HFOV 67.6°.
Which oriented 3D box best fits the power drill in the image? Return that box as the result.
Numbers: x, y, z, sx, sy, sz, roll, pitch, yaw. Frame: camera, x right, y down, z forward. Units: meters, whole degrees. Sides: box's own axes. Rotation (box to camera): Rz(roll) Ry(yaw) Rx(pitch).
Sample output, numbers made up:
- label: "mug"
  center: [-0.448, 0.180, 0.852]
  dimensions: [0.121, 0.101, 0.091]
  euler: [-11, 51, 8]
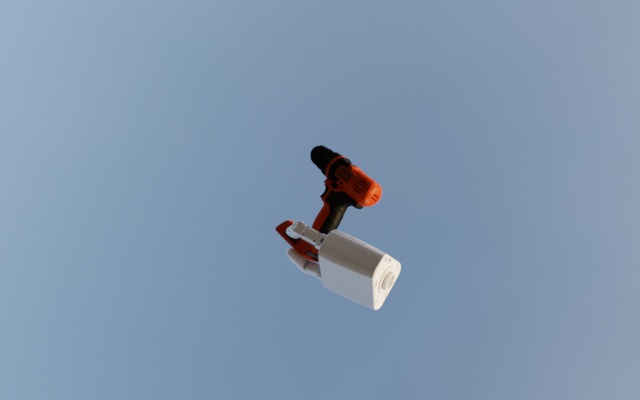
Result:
- label: "power drill"
  center: [0.000, 0.003, 0.877]
  dimensions: [0.057, 0.187, 0.184]
  euler: [29, 9, -47]
